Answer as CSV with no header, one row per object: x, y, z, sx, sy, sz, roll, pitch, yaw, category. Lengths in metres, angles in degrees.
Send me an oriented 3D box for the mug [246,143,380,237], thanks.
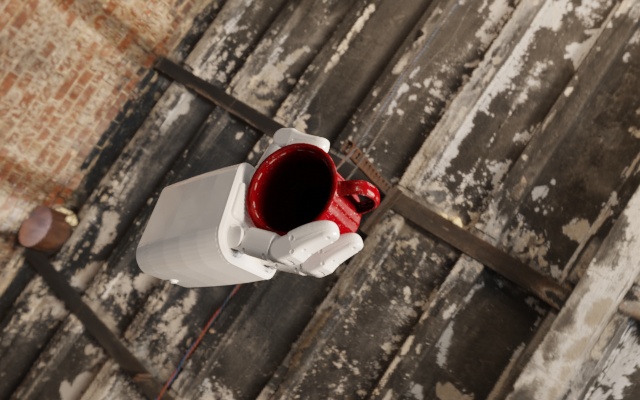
0.001,0.001,0.459,0.117,0.093,0.081,-10,-25,23,mug
